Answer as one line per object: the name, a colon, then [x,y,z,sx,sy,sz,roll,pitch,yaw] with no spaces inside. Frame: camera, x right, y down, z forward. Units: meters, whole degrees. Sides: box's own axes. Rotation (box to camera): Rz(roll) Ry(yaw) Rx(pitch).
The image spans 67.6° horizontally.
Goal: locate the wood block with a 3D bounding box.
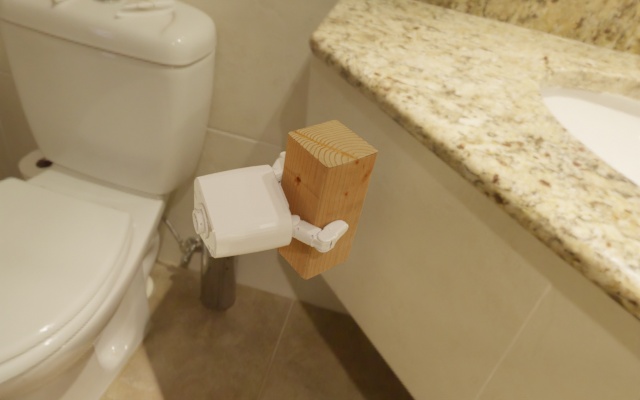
wood block: [0.000,0.002,0.691,0.090,0.206,0.090,-21,49,-34]
